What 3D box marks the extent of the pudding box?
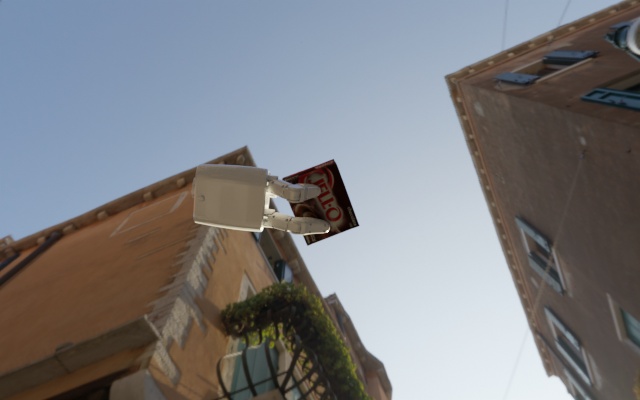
[{"bbox_3d":[0.000,0.002,0.749,0.090,0.113,0.039,-21,19,3],"label":"pudding box"}]
